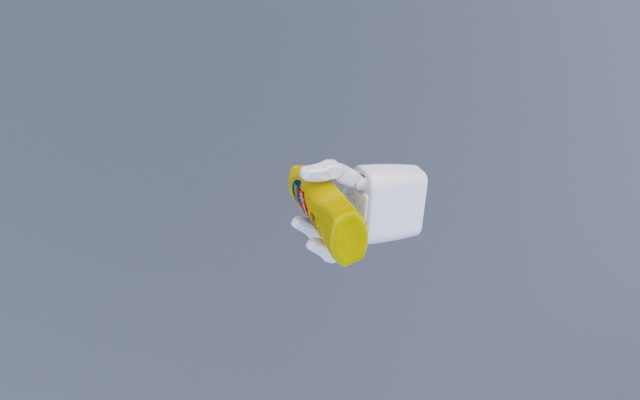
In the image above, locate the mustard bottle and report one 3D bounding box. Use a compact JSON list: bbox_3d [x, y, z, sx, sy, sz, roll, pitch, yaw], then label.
[{"bbox_3d":[0.000,0.002,0.693,0.058,0.096,0.191,-25,42,-11],"label":"mustard bottle"}]
